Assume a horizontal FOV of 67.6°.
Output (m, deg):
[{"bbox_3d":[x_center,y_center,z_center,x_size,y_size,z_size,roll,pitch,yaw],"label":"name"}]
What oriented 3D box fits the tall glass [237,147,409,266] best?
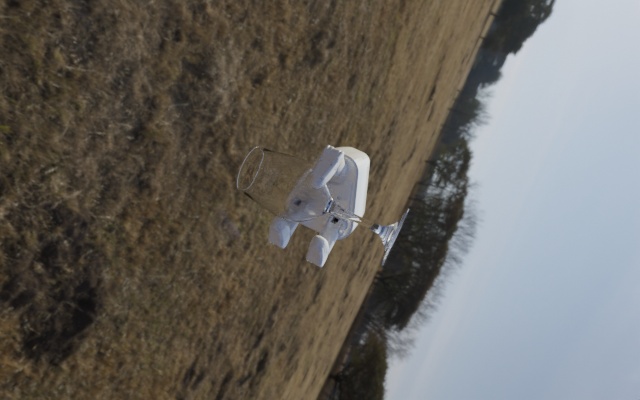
[{"bbox_3d":[0.001,0.002,0.579,0.201,0.079,0.079,25,5,11],"label":"tall glass"}]
